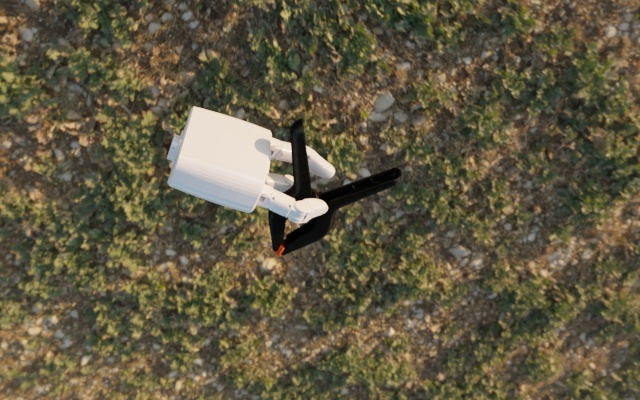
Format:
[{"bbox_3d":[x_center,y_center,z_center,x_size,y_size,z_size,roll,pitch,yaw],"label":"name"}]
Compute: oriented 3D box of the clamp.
[{"bbox_3d":[0.000,0.003,0.653,0.164,0.210,0.036,19,34,-18],"label":"clamp"}]
